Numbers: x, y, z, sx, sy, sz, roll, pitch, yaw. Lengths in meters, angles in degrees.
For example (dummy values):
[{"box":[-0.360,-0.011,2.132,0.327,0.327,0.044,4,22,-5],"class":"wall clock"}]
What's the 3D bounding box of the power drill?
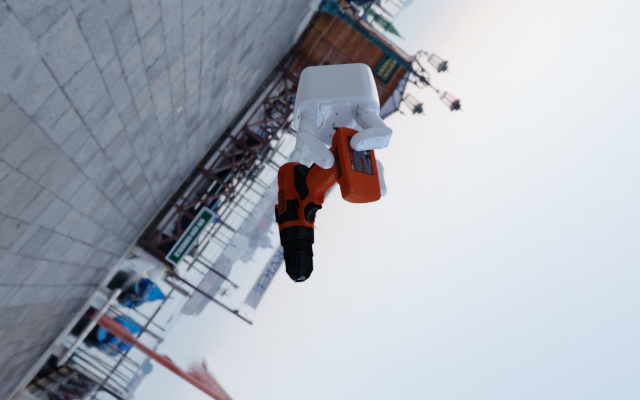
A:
[{"box":[0.000,0.002,0.648,0.057,0.184,0.188,10,-29,-34],"class":"power drill"}]
